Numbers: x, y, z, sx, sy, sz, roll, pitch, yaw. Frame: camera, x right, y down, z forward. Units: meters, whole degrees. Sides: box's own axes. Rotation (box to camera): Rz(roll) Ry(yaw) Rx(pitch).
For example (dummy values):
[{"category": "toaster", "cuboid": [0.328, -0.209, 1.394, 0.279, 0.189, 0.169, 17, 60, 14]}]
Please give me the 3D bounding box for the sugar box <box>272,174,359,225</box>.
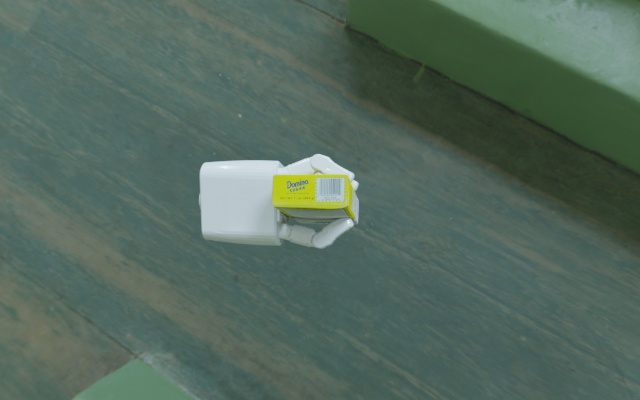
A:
[{"category": "sugar box", "cuboid": [0.000, 0.002, 0.643, 0.093, 0.048, 0.176, 1, -7, 8]}]
